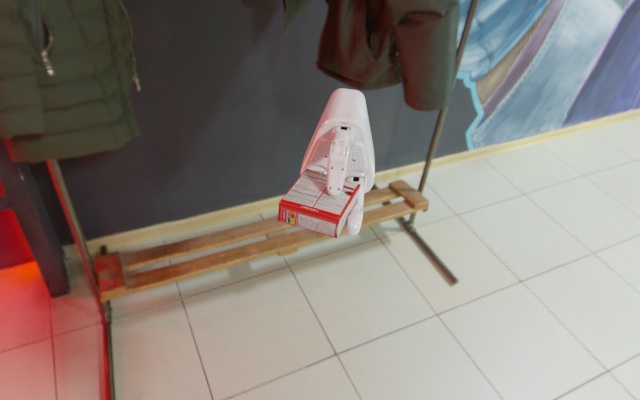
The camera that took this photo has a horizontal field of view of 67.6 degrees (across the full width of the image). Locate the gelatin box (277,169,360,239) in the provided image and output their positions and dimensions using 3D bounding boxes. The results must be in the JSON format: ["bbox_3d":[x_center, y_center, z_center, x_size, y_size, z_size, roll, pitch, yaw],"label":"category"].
[{"bbox_3d":[0.000,0.002,0.563,0.073,0.030,0.089,16,33,13],"label":"gelatin box"}]
